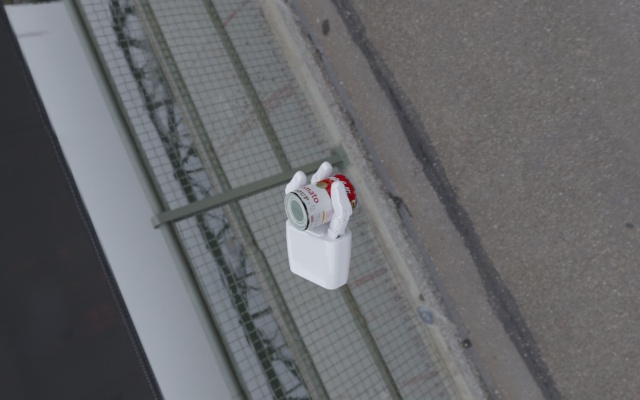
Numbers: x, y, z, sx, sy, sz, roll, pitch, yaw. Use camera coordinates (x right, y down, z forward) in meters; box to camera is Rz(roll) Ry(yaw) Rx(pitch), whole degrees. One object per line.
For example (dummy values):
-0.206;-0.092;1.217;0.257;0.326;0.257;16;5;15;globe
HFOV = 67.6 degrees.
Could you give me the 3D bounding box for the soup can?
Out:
0.000;0.002;0.782;0.102;0.068;0.068;-21;11;-31;soup can
